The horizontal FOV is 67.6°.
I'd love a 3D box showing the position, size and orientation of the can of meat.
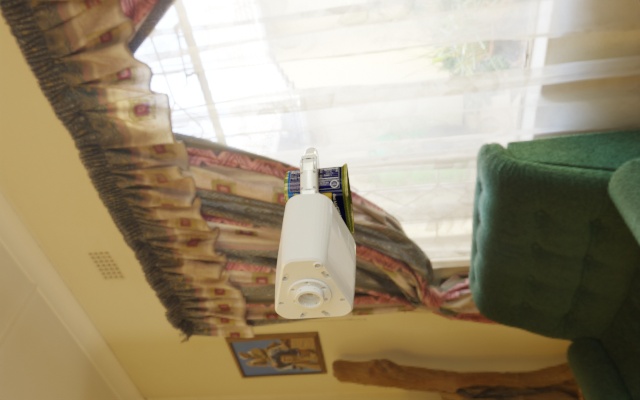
[{"bbox_3d":[0.000,0.002,0.654,0.084,0.102,0.057,-5,44,7],"label":"can of meat"}]
